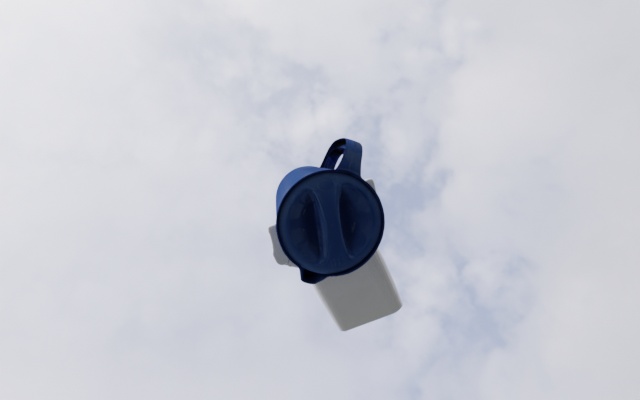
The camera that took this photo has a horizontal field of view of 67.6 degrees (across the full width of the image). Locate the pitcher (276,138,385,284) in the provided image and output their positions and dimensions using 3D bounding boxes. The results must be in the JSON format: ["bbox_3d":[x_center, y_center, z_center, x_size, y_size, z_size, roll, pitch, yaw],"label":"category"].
[{"bbox_3d":[0.000,0.002,0.685,0.149,0.145,0.243,-28,12,-4],"label":"pitcher"}]
